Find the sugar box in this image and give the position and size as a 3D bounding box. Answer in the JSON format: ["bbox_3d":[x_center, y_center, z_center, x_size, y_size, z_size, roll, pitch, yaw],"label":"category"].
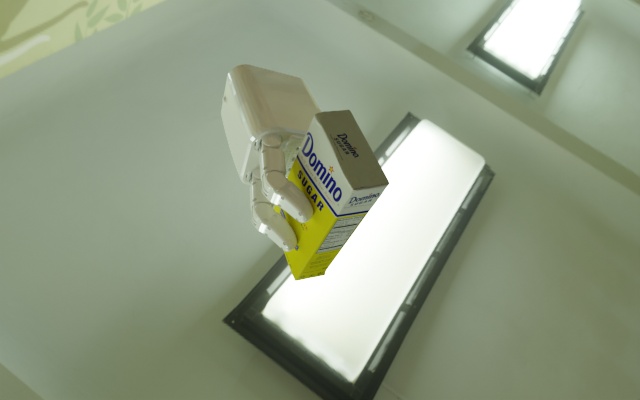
[{"bbox_3d":[-0.001,0.002,0.491,0.048,0.093,0.176,-10,-31,-26],"label":"sugar box"}]
